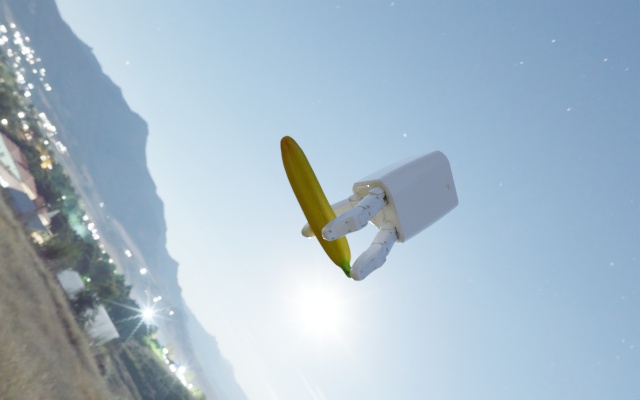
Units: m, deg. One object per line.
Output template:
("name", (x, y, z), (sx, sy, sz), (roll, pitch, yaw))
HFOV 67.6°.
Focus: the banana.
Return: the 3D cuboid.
("banana", (-0.003, 0.008, 0.630), (0.037, 0.198, 0.069), (-28, 0, -16))
